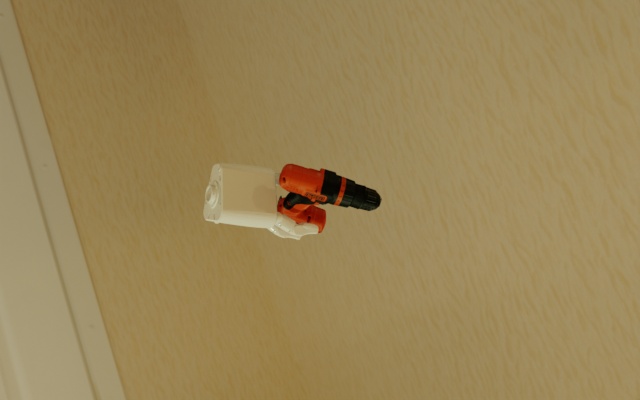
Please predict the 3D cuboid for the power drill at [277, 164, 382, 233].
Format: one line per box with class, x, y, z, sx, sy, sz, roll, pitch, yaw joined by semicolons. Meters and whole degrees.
power drill;0.000;0.003;0.891;0.184;0.057;0.188;17;-27;-10
